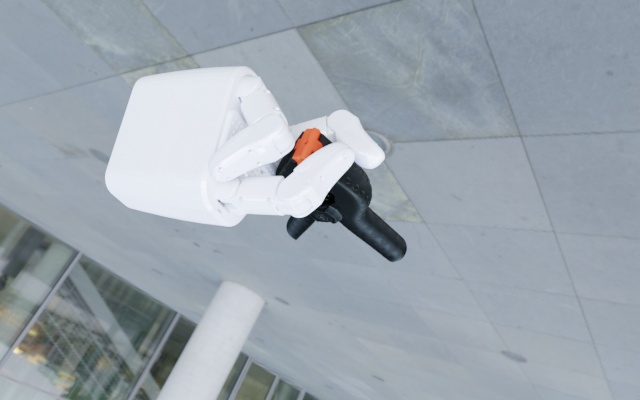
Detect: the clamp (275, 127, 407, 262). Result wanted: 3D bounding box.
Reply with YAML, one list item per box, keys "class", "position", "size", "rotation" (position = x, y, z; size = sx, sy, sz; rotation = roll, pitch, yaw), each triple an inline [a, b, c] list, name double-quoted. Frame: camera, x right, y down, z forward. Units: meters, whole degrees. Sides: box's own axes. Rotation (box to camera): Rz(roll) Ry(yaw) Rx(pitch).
- class: "clamp"
  position: [0.000, 0.002, 0.410]
  size: [0.120, 0.039, 0.172]
  rotation: [1, -34, 25]
